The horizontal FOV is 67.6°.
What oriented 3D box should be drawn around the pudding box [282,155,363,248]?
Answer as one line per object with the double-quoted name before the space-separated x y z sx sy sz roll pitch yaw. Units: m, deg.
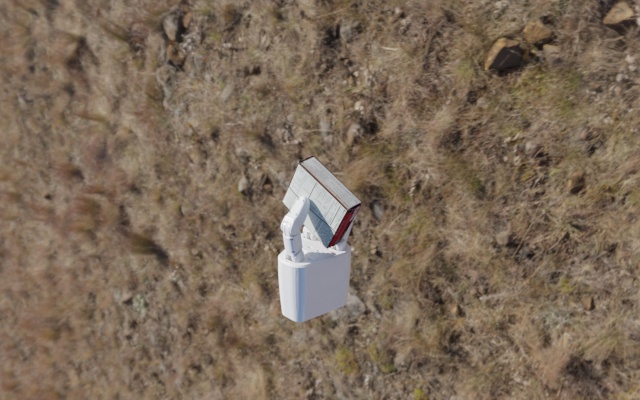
"pudding box" 0.000 0.002 0.720 0.113 0.090 0.039 44 43 19
